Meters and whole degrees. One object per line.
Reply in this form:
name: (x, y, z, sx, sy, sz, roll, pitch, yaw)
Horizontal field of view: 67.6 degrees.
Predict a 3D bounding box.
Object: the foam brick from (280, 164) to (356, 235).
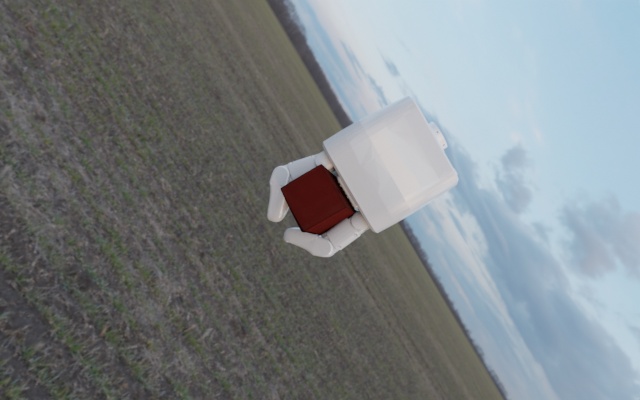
foam brick: (0.000, 0.002, 0.508, 0.051, 0.053, 0.078, -30, -12, 8)
